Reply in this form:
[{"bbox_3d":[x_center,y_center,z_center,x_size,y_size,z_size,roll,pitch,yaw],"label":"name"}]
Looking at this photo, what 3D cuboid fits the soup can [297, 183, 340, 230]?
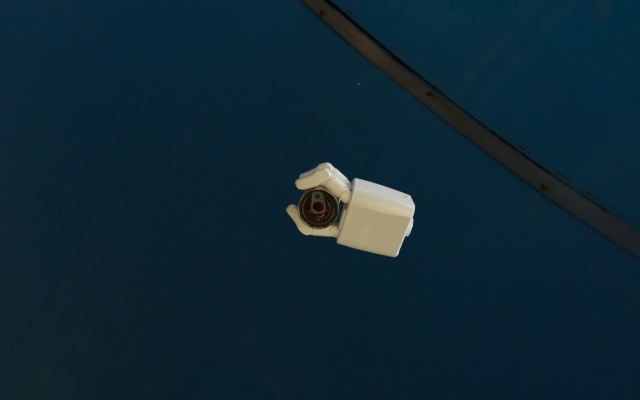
[{"bbox_3d":[0.000,0.003,0.821,0.068,0.068,0.102,0,14,5],"label":"soup can"}]
